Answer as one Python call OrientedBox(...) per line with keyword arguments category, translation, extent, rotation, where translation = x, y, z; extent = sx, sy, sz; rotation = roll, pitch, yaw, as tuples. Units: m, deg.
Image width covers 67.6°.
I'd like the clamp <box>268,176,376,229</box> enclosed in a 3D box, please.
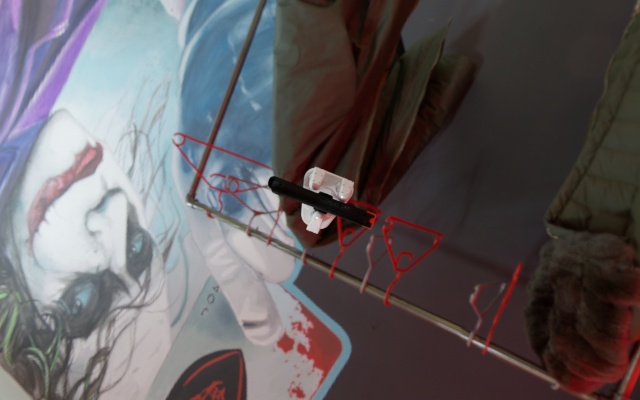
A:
OrientedBox(category="clamp", translation=(0.000, 0.004, 0.846), extent=(0.210, 0.036, 0.164), rotation=(21, 3, -3))
